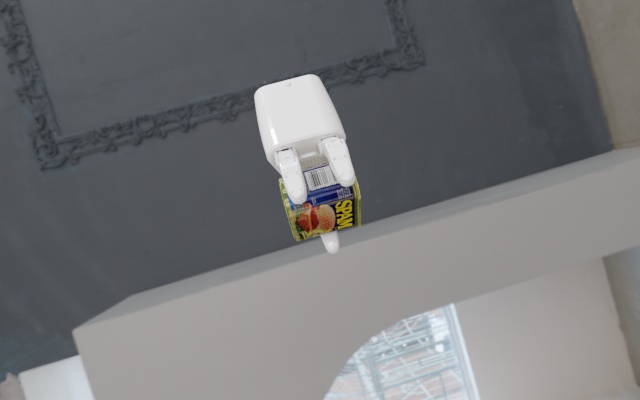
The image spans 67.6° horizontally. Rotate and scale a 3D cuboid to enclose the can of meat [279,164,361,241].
[{"bbox_3d":[0.000,0.002,0.566,0.084,0.057,0.102,-15,-28,-4],"label":"can of meat"}]
